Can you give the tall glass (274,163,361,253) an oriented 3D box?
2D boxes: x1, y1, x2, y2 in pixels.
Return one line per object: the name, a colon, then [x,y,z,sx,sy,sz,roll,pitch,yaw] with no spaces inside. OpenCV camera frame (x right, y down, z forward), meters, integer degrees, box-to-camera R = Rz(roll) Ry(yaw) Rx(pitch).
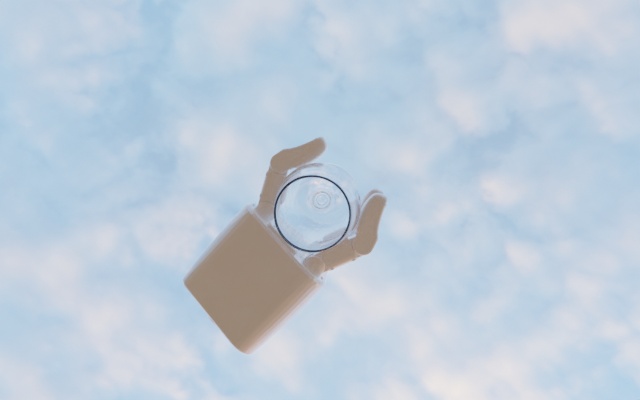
tall glass: [0.000,0.001,0.473,0.079,0.079,0.201,0,5,4]
